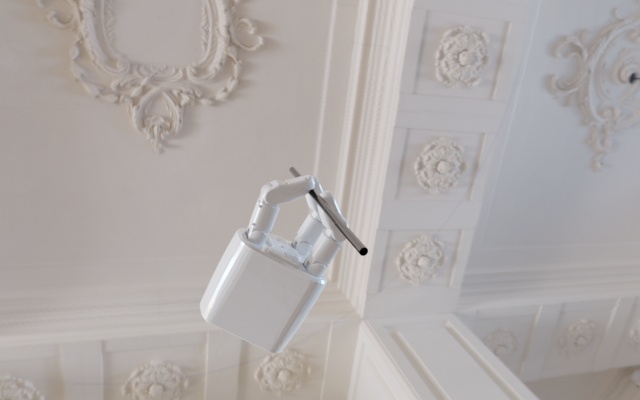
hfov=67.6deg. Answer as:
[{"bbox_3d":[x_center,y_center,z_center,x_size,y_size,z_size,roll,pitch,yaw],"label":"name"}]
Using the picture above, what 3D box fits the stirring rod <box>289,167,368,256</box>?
[{"bbox_3d":[0.000,0.002,0.504,0.011,0.011,0.239,0,20,-19],"label":"stirring rod"}]
